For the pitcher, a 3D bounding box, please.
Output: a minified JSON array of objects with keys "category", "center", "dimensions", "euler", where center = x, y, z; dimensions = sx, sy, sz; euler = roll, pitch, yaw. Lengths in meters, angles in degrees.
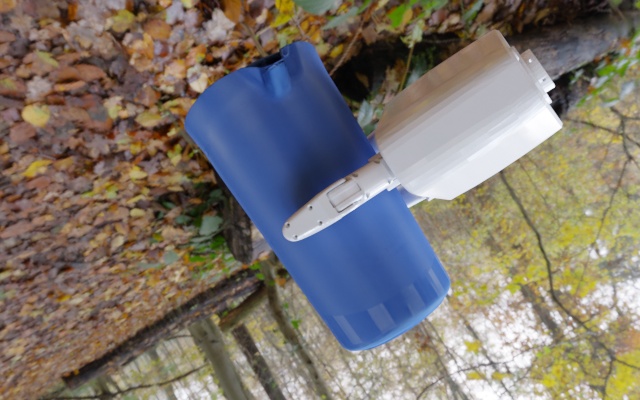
[{"category":"pitcher","center":[0.000,0.001,0.422],"dimensions":[0.145,0.243,0.149],"euler":[-35,-5,27]}]
